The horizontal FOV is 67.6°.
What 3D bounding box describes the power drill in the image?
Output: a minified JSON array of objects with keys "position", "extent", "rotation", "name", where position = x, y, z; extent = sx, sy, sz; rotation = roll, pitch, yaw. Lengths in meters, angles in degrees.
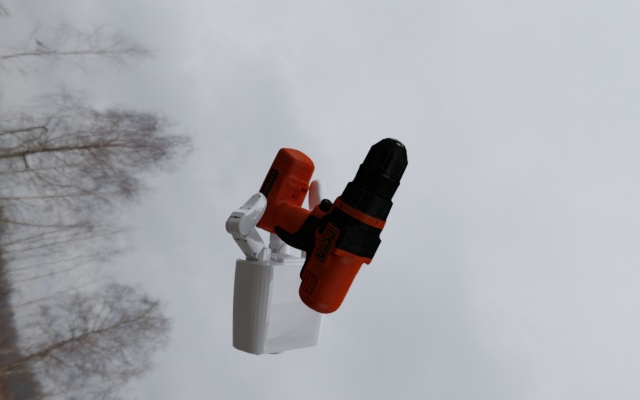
[{"position":[0.000,0.002,0.520],"extent":[0.057,0.184,0.187],"rotation":[23,7,-34],"name":"power drill"}]
